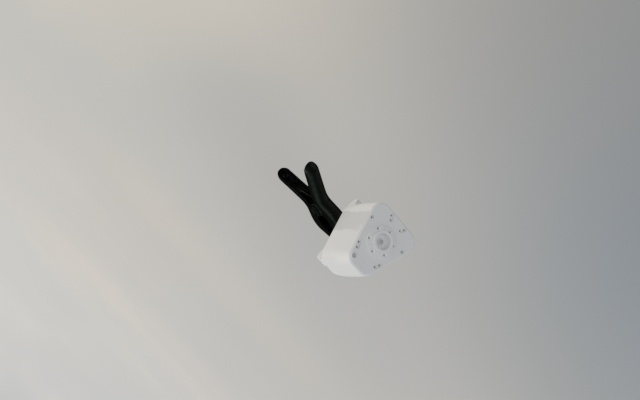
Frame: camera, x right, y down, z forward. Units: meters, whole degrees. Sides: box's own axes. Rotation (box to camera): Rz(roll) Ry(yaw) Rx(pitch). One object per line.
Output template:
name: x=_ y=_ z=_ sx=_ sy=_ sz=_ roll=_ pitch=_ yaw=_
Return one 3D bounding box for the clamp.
clamp: x=0.000 y=0.003 z=0.819 sx=0.039 sy=0.171 sz=0.120 roll=-43 pitch=10 yaw=-18
